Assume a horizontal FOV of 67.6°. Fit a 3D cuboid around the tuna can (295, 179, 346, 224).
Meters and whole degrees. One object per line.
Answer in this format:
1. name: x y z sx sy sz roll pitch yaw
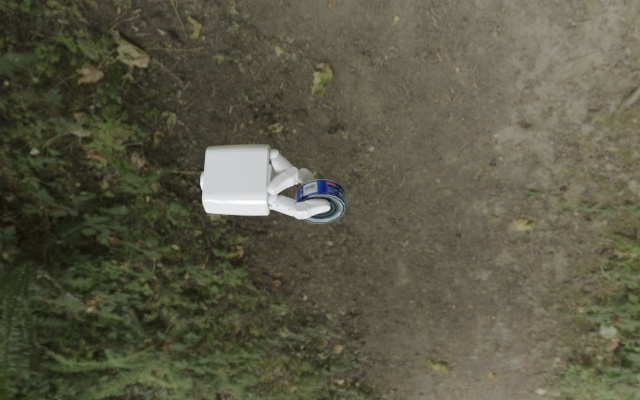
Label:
1. tuna can: 0.000 0.003 0.816 0.086 0.033 0.086 -2 -38 -2
